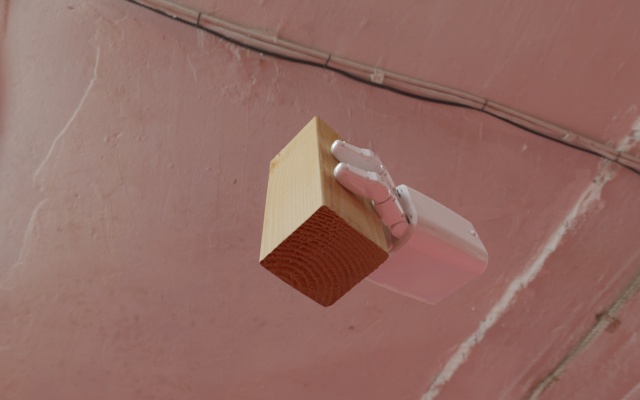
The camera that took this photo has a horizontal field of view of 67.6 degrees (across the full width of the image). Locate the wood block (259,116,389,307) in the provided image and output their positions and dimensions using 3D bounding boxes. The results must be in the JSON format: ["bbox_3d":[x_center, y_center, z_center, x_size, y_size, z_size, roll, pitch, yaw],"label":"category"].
[{"bbox_3d":[0.000,0.002,0.529,0.090,0.091,0.206,37,23,-22],"label":"wood block"}]
